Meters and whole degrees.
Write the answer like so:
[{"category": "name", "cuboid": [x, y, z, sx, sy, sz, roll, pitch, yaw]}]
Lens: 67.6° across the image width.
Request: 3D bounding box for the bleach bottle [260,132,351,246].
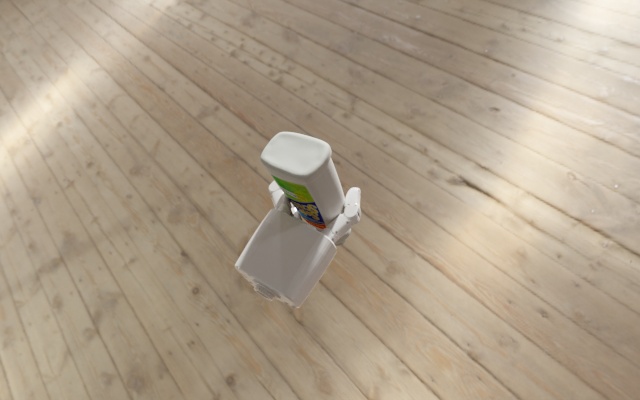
[{"category": "bleach bottle", "cuboid": [0.000, 0.002, 0.741, 0.102, 0.068, 0.251, 21, -23, 32]}]
